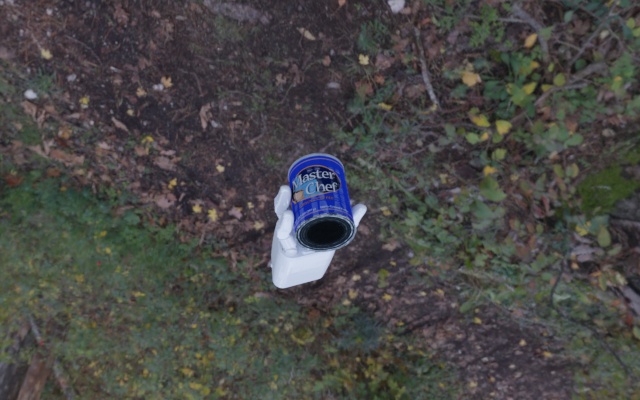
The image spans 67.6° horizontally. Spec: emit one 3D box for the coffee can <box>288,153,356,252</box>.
[{"bbox_3d":[0.000,0.002,0.824,0.103,0.140,0.103,-5,-40,-4],"label":"coffee can"}]
